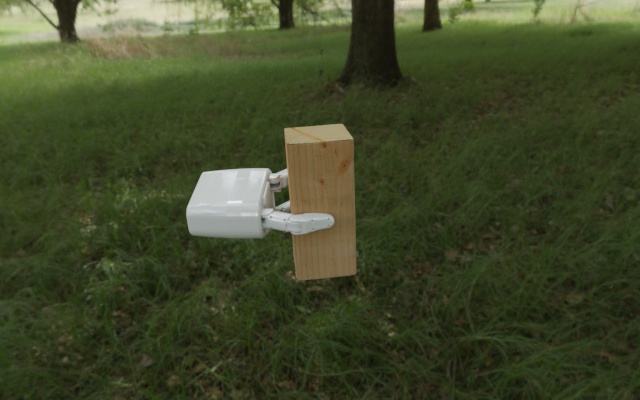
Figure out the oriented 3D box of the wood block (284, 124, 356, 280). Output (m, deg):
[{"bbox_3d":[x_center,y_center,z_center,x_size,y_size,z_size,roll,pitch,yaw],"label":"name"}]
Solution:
[{"bbox_3d":[0.000,0.002,0.699,0.090,0.206,0.090,-5,23,-5],"label":"wood block"}]
